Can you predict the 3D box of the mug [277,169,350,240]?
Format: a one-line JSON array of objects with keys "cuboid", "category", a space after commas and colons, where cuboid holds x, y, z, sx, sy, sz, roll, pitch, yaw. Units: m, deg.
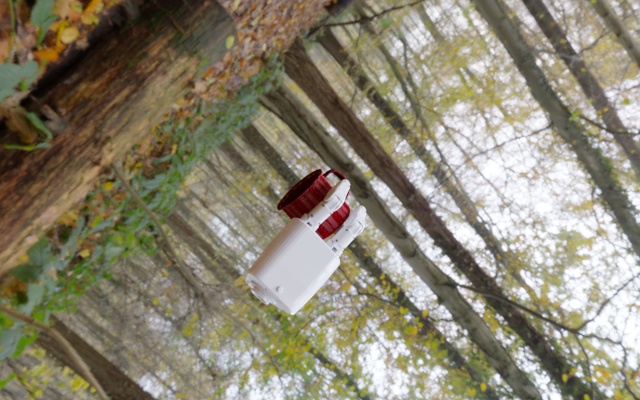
[{"cuboid": [0.001, 0.002, 0.756, 0.117, 0.081, 0.093, -47, 15, -20], "category": "mug"}]
